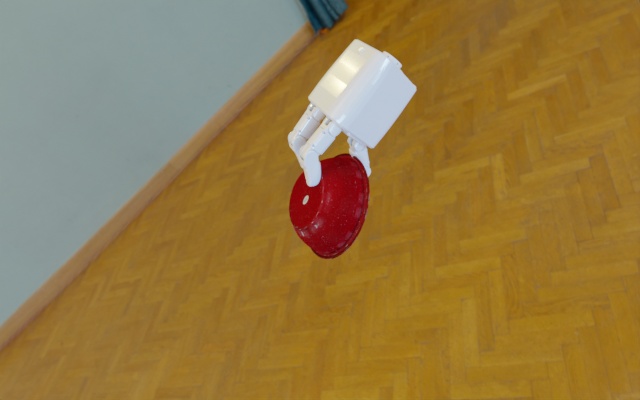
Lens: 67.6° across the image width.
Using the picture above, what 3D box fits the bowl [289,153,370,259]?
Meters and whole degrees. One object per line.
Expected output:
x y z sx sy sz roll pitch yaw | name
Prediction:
-0.001 0.003 0.701 0.055 0.162 0.162 14 -8 -32 | bowl
